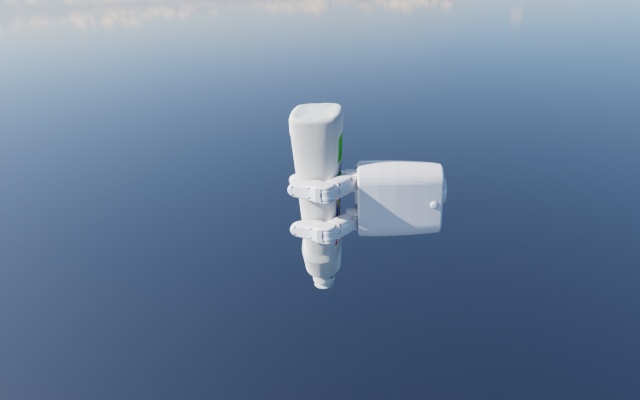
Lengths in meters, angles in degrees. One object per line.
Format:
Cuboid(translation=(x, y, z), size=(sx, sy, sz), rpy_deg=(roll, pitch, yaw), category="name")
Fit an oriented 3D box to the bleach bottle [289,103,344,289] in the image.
Cuboid(translation=(0.000, 0.002, 0.651), size=(0.068, 0.251, 0.102), rpy_deg=(-1, 24, 5), category="bleach bottle")
